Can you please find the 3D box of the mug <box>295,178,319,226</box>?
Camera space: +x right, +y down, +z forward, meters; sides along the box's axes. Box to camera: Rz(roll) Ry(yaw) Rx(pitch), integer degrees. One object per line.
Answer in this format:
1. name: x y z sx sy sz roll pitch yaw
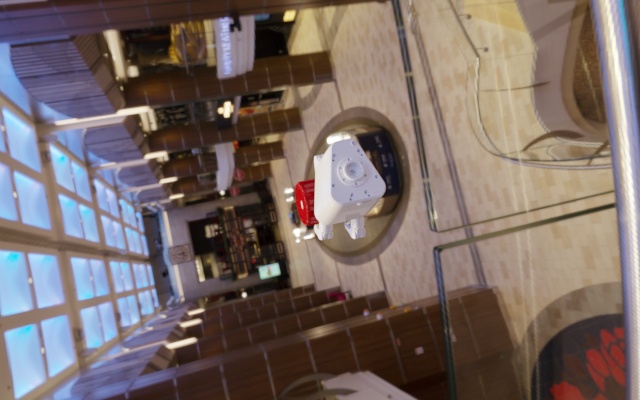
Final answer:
1. mug: 0.000 0.003 0.879 0.081 0.093 0.117 -11 -16 -15
